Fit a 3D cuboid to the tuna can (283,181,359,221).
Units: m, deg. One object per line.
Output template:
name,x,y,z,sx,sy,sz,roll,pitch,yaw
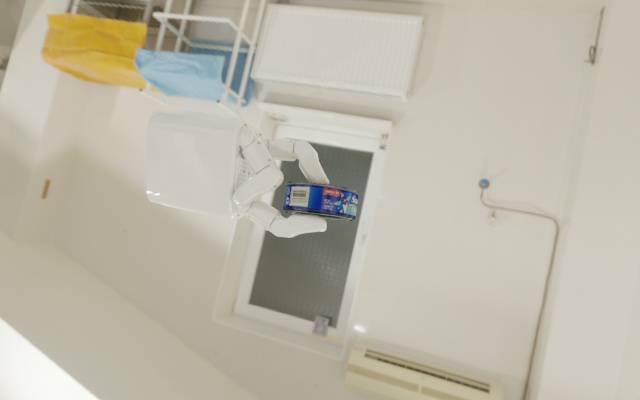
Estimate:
tuna can,0.000,0.002,0.551,0.086,0.033,0.086,7,-5,1
